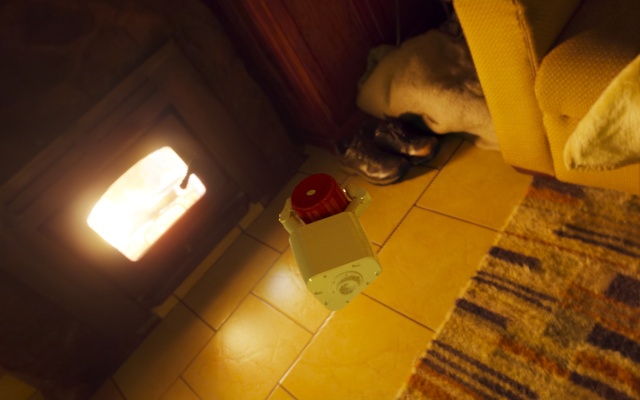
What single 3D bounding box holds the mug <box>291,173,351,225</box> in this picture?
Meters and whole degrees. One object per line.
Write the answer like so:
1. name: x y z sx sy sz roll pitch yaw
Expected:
1. mug: 0.000 0.002 0.797 0.093 0.081 0.117 -32 40 4
